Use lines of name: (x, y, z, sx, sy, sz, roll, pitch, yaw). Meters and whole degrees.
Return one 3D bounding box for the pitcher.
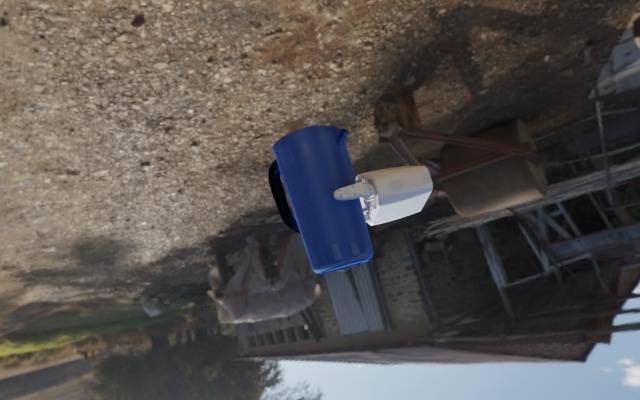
pitcher: (0.000, 0.003, 0.842, 0.145, 0.242, 0.149, -13, -12, -12)
